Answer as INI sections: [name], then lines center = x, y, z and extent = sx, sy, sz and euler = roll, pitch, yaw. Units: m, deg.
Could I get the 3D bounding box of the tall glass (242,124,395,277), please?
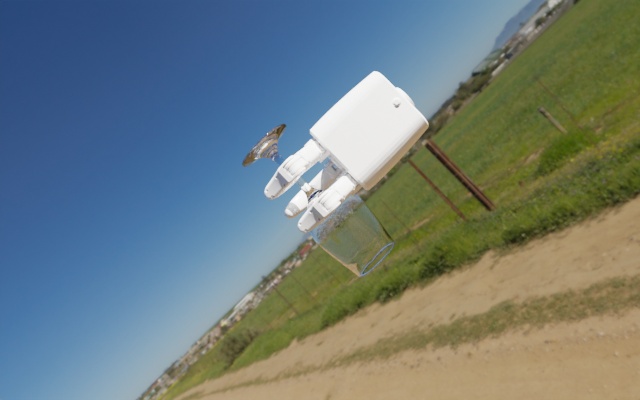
[tall glass]
center = 0.000, 0.002, 0.588
extent = 0.079, 0.201, 0.079
euler = -44, -2, -2
